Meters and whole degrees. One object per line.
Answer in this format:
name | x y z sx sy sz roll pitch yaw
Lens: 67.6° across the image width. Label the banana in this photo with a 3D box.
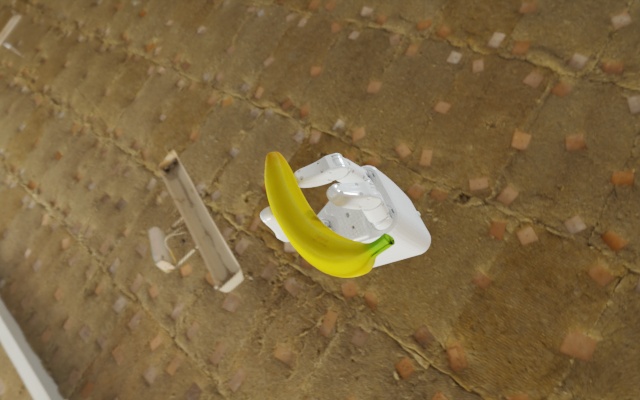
banana | -0.007 0.019 0.465 0.037 0.069 0.197 22 11 -47
